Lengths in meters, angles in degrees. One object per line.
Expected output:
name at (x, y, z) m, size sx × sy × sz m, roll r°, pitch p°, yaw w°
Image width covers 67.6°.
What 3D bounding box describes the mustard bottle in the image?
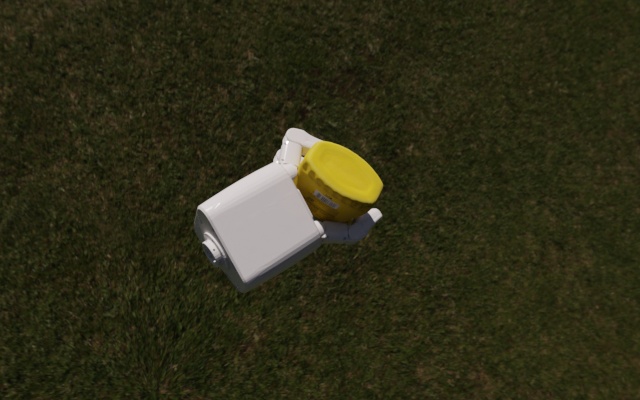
mustard bottle at (0.000, 0.002, 0.611) m, size 0.096 × 0.058 × 0.192 m, roll 33°, pitch -28°, yaw -4°
